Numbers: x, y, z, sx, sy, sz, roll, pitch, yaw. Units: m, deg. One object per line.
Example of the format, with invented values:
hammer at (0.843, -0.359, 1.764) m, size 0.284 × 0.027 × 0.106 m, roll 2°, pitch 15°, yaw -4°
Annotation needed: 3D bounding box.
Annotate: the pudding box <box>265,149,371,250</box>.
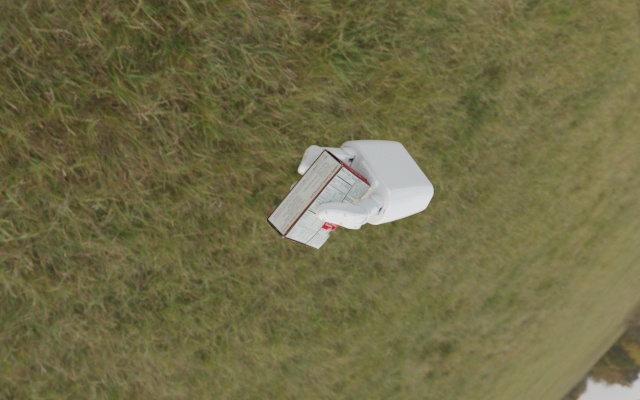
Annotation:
pudding box at (0.000, 0.002, 0.581) m, size 0.039 × 0.113 × 0.090 m, roll 42°, pitch 6°, yaw 31°
